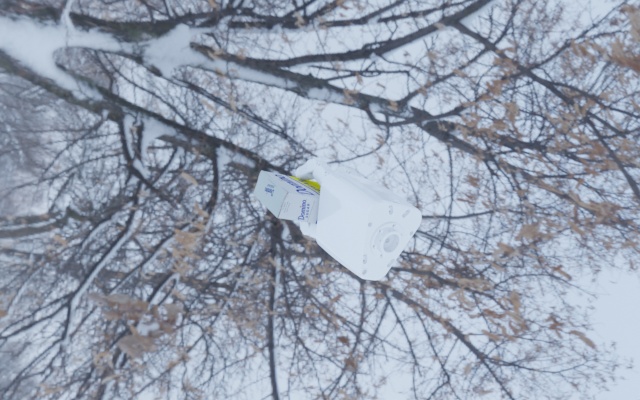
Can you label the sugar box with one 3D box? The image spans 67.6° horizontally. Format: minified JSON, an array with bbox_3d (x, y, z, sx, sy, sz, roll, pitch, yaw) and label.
[{"bbox_3d":[0.000,0.002,0.707,0.176,0.048,0.093,13,15,-35],"label":"sugar box"}]
